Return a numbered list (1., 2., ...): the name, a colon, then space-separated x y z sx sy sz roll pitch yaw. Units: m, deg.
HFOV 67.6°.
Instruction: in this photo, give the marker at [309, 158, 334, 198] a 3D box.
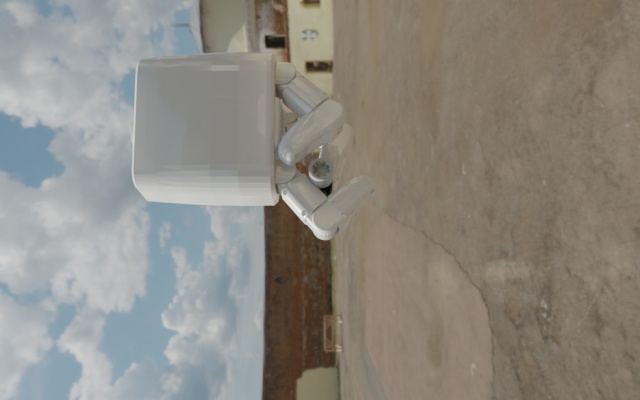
1. marker: 0.000 0.001 0.407 0.020 0.020 0.121 0 -24 0
